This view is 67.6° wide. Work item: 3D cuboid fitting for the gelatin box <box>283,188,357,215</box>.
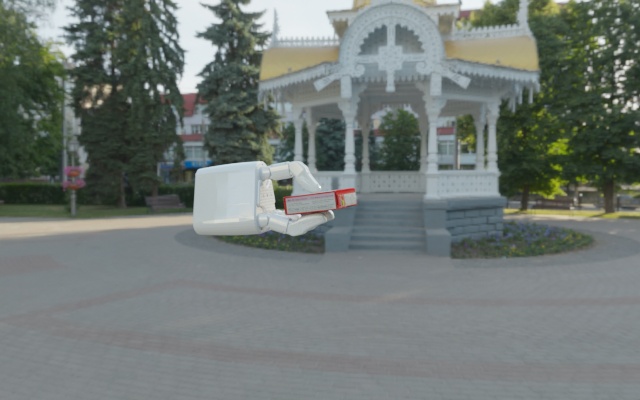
[{"bbox_3d":[0.000,0.002,0.715,0.089,0.030,0.073,-8,1,26],"label":"gelatin box"}]
